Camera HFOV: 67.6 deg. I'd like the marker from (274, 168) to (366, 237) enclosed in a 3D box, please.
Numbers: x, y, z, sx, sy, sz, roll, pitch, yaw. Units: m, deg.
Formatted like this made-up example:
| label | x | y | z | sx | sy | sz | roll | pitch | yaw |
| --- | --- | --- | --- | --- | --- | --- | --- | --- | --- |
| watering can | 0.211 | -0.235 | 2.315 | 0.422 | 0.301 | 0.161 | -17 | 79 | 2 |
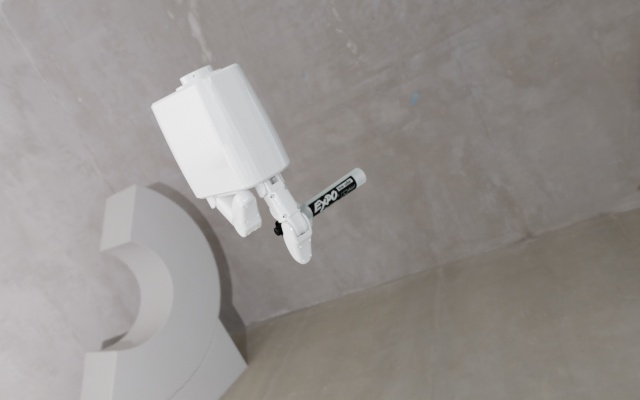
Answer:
| label | x | y | z | sx | sy | sz | roll | pitch | yaw |
| --- | --- | --- | --- | --- | --- | --- | --- | --- | --- |
| marker | 0.000 | 0.002 | 0.504 | 0.121 | 0.020 | 0.020 | -34 | 17 | -27 |
